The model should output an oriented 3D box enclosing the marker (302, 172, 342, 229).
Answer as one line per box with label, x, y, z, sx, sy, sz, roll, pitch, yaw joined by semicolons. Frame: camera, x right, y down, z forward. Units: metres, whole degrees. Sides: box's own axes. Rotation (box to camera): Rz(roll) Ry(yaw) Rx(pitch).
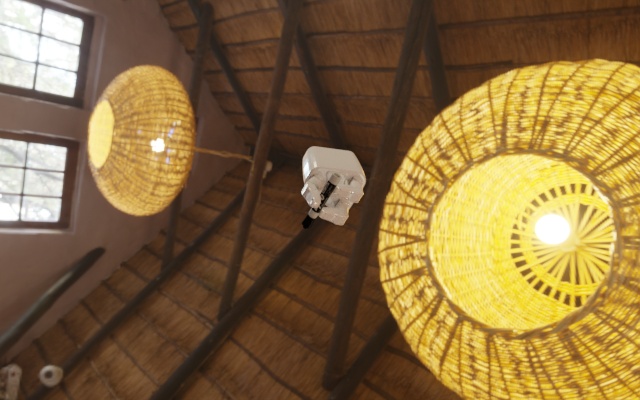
marker;0.000;0.003;0.850;0.020;0.121;0.020;26;25;-13
